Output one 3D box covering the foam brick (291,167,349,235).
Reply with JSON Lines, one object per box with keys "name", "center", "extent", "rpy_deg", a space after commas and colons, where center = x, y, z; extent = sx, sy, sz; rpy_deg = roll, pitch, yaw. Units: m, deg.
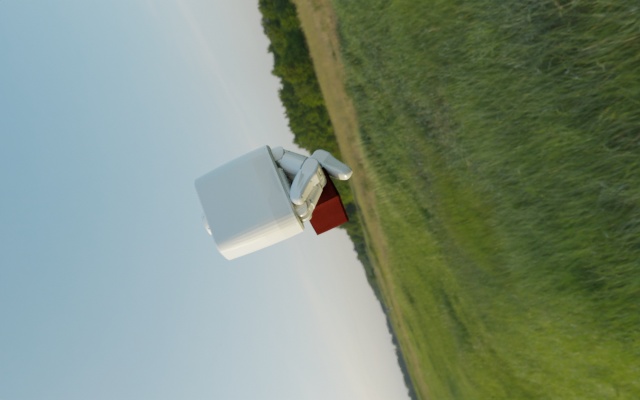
{"name": "foam brick", "center": [0.000, 0.002, 0.655], "extent": [0.051, 0.053, 0.078], "rpy_deg": [-27, -32, -1]}
